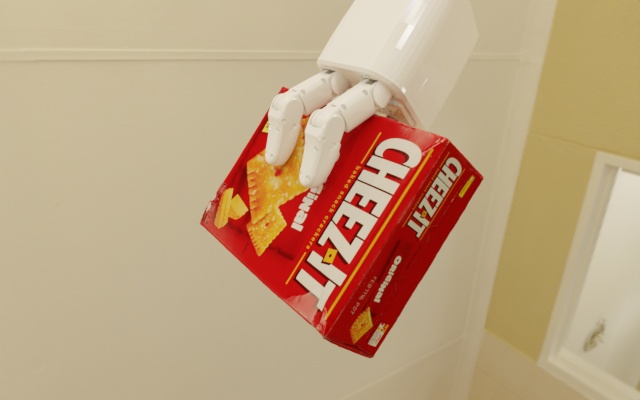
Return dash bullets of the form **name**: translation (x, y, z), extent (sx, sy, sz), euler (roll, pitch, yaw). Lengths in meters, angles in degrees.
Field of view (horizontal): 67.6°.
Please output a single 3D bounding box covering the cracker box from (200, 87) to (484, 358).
- **cracker box**: translation (0.000, 0.001, 0.415), extent (0.072, 0.164, 0.213), euler (33, -2, -42)
